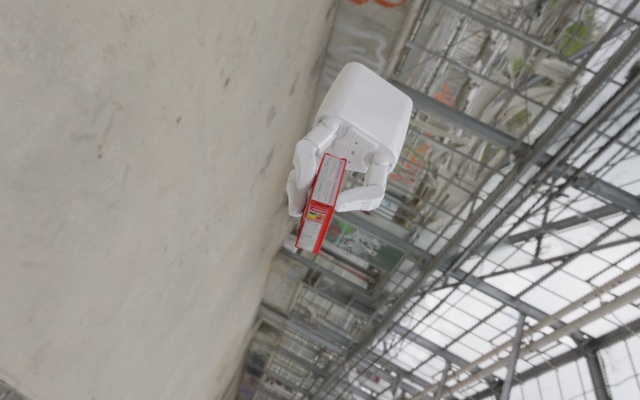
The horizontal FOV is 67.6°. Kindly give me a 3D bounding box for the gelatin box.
[{"bbox_3d":[0.000,0.002,0.527,0.030,0.073,0.089,18,42,-2],"label":"gelatin box"}]
